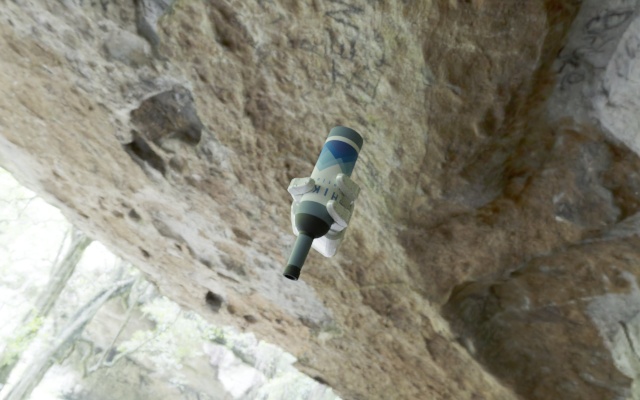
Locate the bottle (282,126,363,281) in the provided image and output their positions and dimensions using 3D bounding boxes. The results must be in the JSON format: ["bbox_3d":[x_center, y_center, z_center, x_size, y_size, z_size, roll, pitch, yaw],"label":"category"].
[{"bbox_3d":[0.000,0.002,0.840,0.069,0.295,0.069,18,-27,9],"label":"bottle"}]
